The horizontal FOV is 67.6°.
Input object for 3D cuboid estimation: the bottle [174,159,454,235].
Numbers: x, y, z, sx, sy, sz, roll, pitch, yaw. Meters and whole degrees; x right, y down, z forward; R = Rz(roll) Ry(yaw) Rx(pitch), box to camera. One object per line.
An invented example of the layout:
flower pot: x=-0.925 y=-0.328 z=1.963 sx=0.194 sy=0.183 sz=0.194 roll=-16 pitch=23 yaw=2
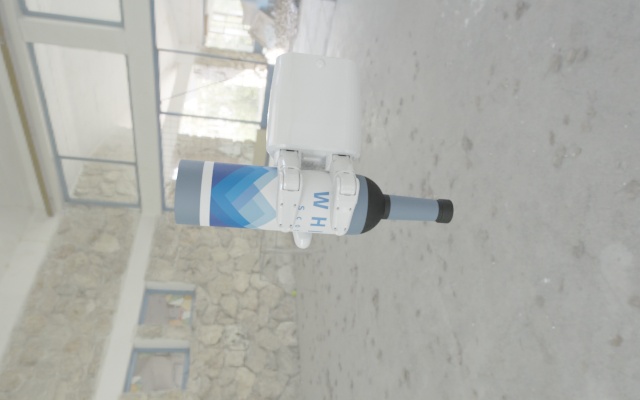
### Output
bottle: x=0.000 y=0.002 z=0.512 sx=0.296 sy=0.069 sz=0.069 roll=4 pitch=-1 yaw=-10
